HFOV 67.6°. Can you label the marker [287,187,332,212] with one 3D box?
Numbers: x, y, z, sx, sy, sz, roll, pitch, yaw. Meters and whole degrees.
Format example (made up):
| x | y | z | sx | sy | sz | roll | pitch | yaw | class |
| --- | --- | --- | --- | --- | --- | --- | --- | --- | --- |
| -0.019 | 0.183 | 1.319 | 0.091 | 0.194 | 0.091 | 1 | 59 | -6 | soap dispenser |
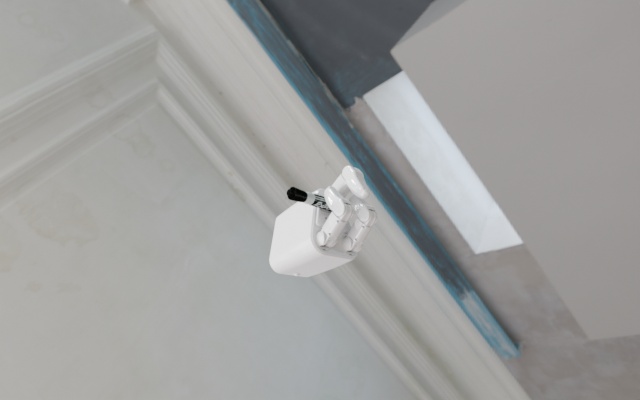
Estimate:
| x | y | z | sx | sy | sz | roll | pitch | yaw | class |
| --- | --- | --- | --- | --- | --- | --- | --- | --- | --- |
| 0.000 | 0.002 | 0.689 | 0.121 | 0.020 | 0.020 | 17 | -11 | -41 | marker |
